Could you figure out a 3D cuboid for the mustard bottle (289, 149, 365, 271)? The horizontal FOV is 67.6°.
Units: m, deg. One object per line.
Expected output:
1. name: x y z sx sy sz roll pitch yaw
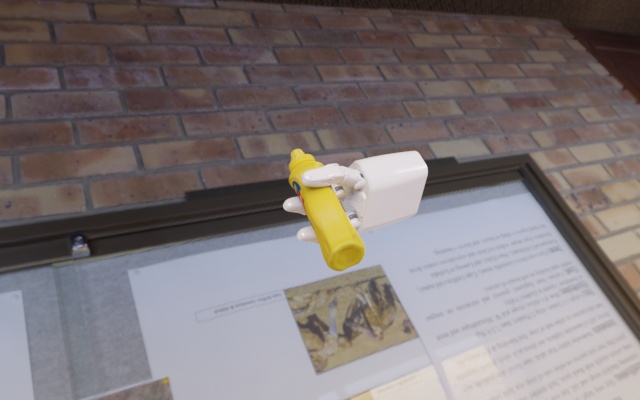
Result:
1. mustard bottle: 0.000 0.003 0.689 0.058 0.191 0.096 -25 -27 0
